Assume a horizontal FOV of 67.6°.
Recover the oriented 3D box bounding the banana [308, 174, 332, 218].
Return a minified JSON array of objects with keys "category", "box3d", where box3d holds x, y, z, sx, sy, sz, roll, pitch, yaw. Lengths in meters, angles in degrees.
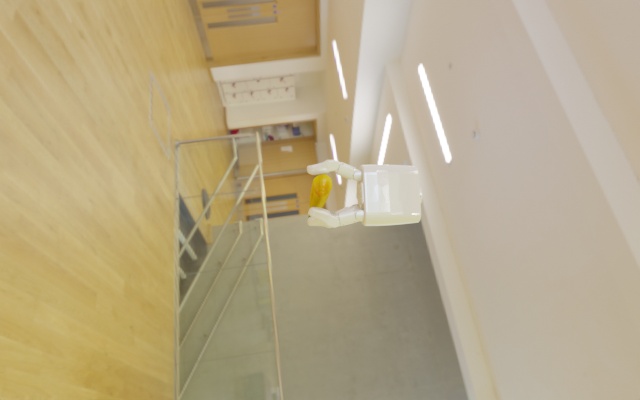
[{"category":"banana","box3d":[0.001,-0.014,0.905,0.037,0.069,0.198,5,-17,-3]}]
